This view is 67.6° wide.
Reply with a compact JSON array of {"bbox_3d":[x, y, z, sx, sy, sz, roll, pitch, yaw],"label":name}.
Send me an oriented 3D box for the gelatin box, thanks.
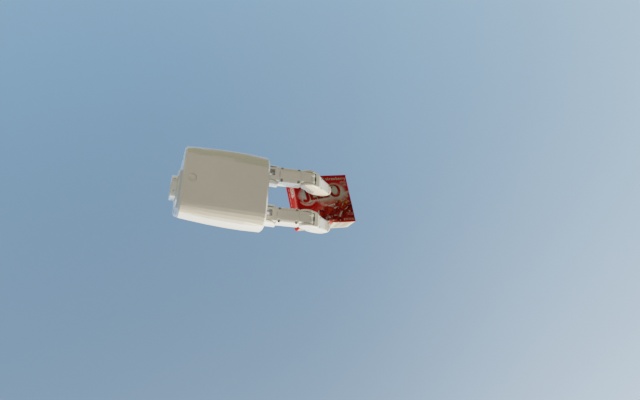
[{"bbox_3d":[0.000,0.002,0.681,0.089,0.073,0.030,-3,-19,-28],"label":"gelatin box"}]
